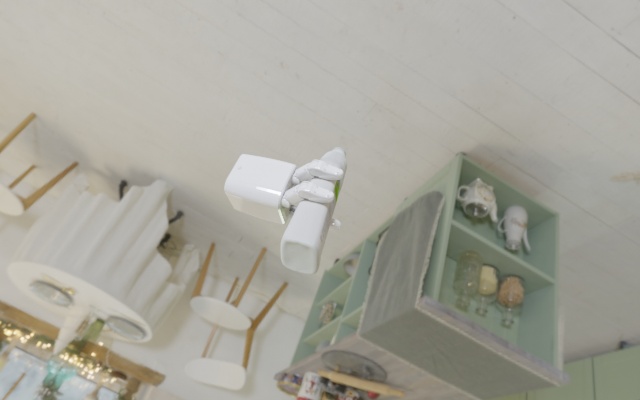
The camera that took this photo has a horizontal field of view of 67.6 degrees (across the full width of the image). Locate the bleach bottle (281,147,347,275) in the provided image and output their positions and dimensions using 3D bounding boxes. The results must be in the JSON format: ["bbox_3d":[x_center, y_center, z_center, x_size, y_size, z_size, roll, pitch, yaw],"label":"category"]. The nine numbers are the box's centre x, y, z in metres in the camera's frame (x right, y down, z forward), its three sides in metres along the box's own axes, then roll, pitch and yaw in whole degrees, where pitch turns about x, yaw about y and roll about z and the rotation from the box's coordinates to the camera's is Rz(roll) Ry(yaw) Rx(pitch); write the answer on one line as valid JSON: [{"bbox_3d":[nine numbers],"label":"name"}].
[{"bbox_3d":[0.000,0.003,0.865,0.068,0.250,0.103,14,-39,9],"label":"bleach bottle"}]
